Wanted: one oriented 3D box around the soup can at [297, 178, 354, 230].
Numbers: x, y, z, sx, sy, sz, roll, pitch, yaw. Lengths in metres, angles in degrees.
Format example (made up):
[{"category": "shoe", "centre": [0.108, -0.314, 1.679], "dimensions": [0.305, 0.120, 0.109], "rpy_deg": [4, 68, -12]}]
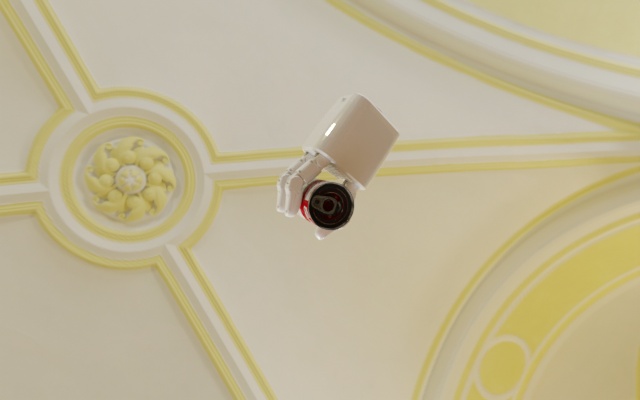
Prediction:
[{"category": "soup can", "centre": [0.000, 0.003, 0.709], "dimensions": [0.068, 0.068, 0.102], "rpy_deg": [0, 7, -18]}]
